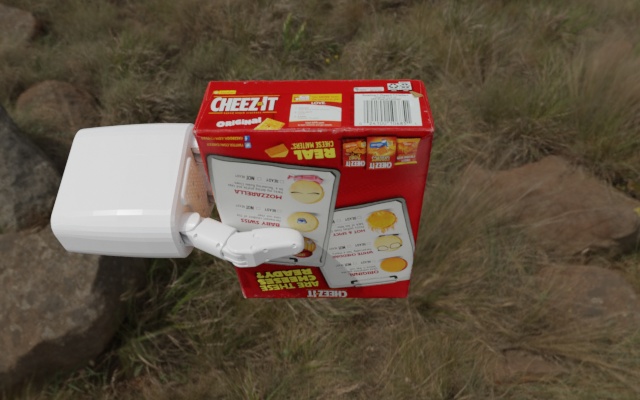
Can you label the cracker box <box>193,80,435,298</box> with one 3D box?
[{"bbox_3d":[0.000,0.001,0.413,0.164,0.072,0.214,0,-42,4],"label":"cracker box"}]
